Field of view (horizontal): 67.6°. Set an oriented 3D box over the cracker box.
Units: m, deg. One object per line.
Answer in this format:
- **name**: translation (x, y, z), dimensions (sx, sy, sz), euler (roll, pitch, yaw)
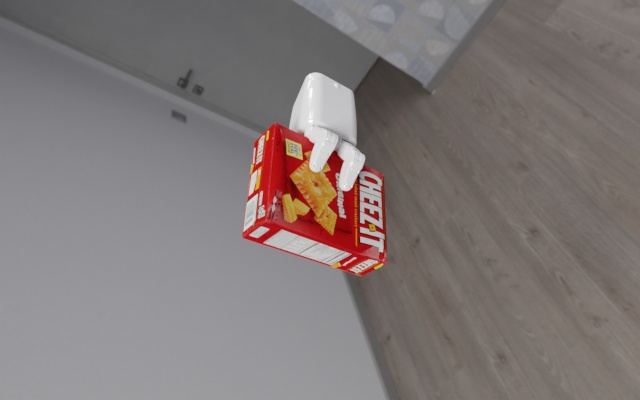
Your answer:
- **cracker box**: translation (0.000, 0.002, 0.710), dimensions (0.214, 0.164, 0.072), euler (22, -35, -29)
